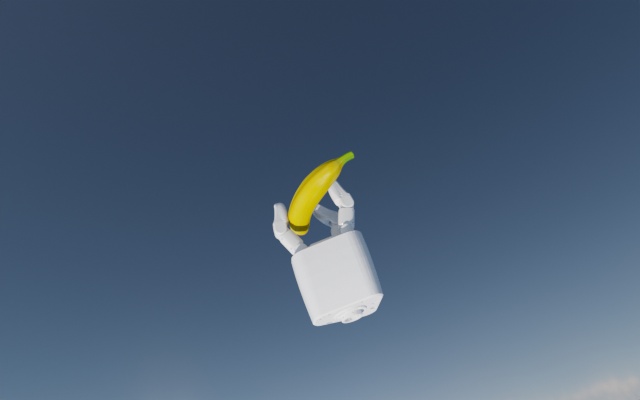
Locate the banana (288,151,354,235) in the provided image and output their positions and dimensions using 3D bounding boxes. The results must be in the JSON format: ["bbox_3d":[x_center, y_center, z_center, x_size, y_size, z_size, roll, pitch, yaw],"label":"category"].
[{"bbox_3d":[-0.014,0.002,0.740,0.069,0.037,0.198,-6,-34,-35],"label":"banana"}]
